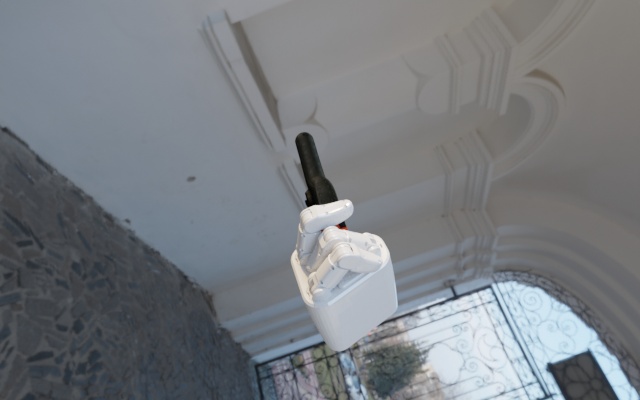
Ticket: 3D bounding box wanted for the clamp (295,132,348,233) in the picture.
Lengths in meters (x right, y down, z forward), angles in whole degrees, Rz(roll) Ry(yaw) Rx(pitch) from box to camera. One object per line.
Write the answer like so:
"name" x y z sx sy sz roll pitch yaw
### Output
"clamp" 0.001 0.002 0.621 0.039 0.120 0.171 -16 43 -2
